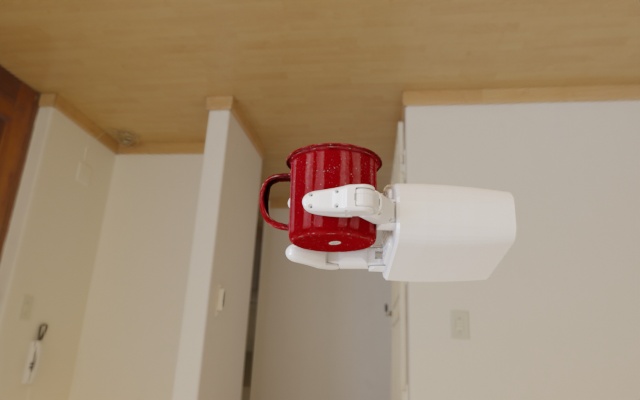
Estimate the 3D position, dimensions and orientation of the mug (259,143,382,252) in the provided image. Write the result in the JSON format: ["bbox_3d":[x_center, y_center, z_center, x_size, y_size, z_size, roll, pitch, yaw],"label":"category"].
[{"bbox_3d":[-0.001,0.002,0.451,0.117,0.081,0.093,1,-18,2],"label":"mug"}]
